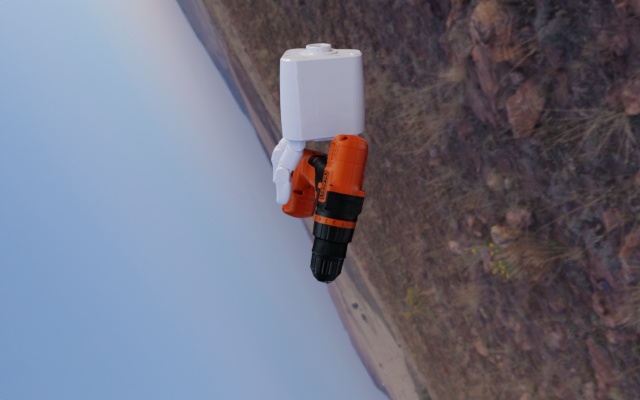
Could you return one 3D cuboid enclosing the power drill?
[{"bbox_3d":[0.000,0.002,0.649,0.057,0.184,0.187,11,4,-22],"label":"power drill"}]
